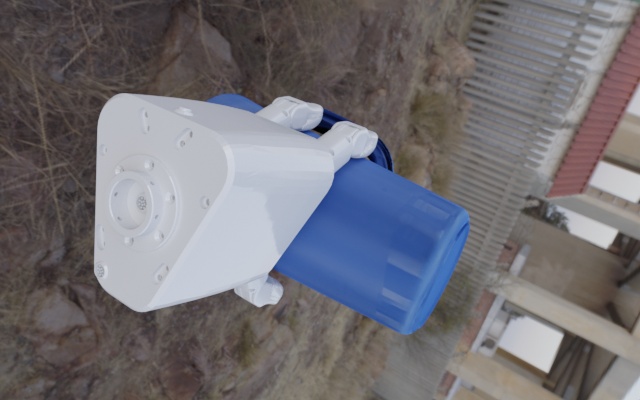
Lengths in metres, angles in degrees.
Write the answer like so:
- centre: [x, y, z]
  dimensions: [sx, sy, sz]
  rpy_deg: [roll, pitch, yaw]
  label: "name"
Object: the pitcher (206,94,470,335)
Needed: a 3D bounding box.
- centre: [0.000, 0.001, 0.414]
  dimensions: [0.243, 0.149, 0.145]
  rpy_deg: [26, 12, 23]
  label: "pitcher"
